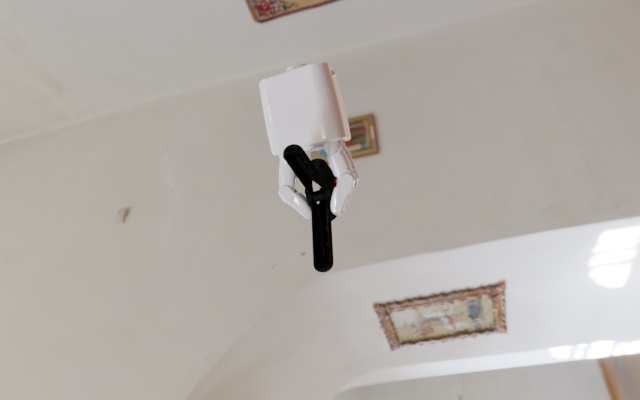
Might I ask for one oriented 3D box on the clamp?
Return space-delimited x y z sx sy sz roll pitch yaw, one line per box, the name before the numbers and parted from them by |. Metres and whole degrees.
clamp | -0.001 0.002 0.672 0.036 0.164 0.210 -12 4 11
